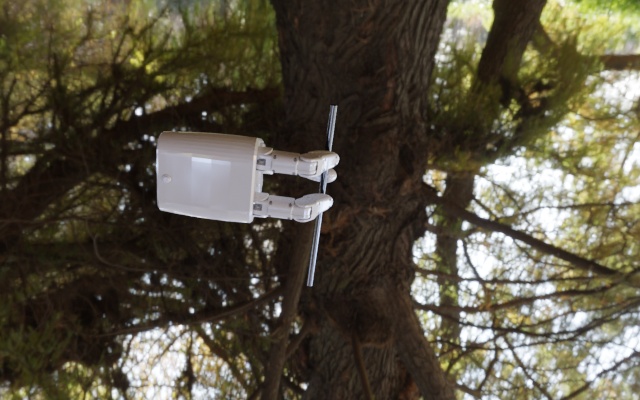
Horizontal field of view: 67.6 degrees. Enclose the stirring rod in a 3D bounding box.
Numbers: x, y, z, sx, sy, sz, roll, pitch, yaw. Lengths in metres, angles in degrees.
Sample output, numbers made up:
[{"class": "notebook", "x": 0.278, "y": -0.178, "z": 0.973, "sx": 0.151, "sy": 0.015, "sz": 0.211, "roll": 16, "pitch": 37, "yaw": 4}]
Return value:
[{"class": "stirring rod", "x": 0.000, "y": 0.002, "z": 0.586, "sx": 0.011, "sy": 0.240, "sz": 0.011, "roll": 7, "pitch": 23, "yaw": -3}]
